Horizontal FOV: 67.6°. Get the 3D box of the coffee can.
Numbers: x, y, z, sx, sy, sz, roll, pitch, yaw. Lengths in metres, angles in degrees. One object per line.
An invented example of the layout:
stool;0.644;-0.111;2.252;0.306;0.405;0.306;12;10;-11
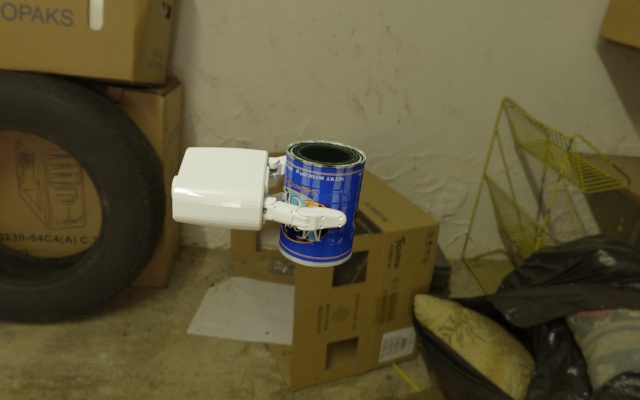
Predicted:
coffee can;0.000;0.002;0.632;0.103;0.140;0.102;6;23;-2
